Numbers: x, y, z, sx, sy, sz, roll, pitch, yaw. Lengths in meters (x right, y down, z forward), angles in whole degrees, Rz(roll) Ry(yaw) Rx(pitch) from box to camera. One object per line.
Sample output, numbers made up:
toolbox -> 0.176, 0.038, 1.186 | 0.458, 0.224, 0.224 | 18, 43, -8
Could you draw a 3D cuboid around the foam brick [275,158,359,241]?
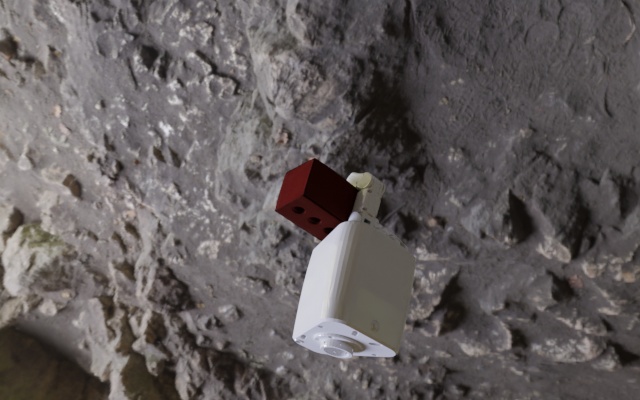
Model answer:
foam brick -> 0.000, 0.001, 0.513 | 0.078, 0.051, 0.053 | 34, -36, -25
